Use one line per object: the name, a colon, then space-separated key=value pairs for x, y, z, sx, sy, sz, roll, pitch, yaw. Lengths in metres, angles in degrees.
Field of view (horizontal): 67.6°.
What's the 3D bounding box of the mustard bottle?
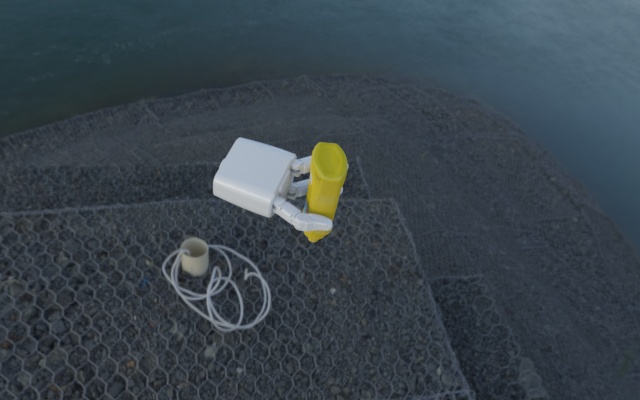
mustard bottle: x=0.001 y=0.003 z=0.811 sx=0.058 sy=0.192 sz=0.096 roll=3 pitch=44 yaw=-10
